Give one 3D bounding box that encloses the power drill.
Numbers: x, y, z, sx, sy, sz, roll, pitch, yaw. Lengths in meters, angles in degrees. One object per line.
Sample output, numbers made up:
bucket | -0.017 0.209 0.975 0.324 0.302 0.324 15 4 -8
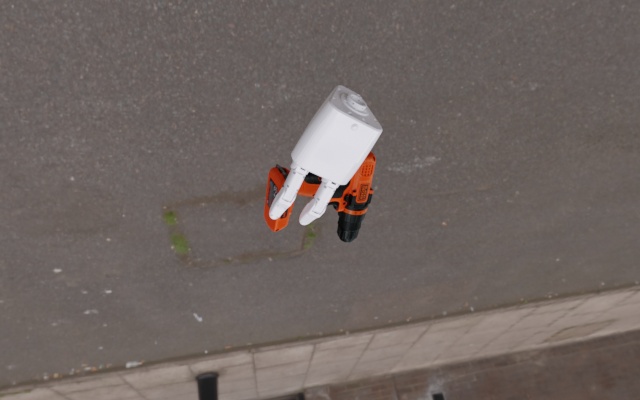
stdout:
power drill | 0.000 0.003 0.820 0.187 0.184 0.057 -7 32 -27
